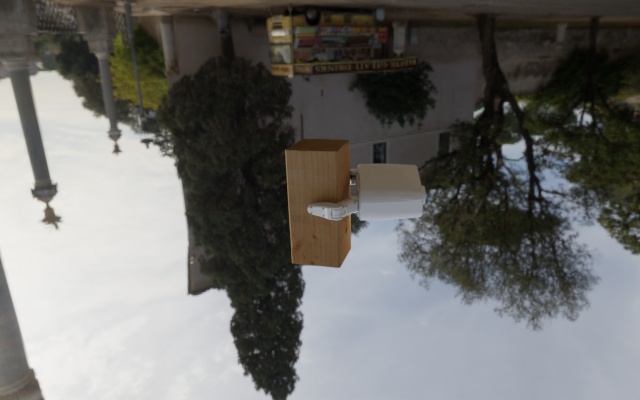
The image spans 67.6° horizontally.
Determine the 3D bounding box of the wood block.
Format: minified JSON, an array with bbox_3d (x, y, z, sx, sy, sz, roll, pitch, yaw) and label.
[{"bbox_3d":[0.000,0.003,0.835,0.090,0.206,0.090,3,19,16],"label":"wood block"}]
